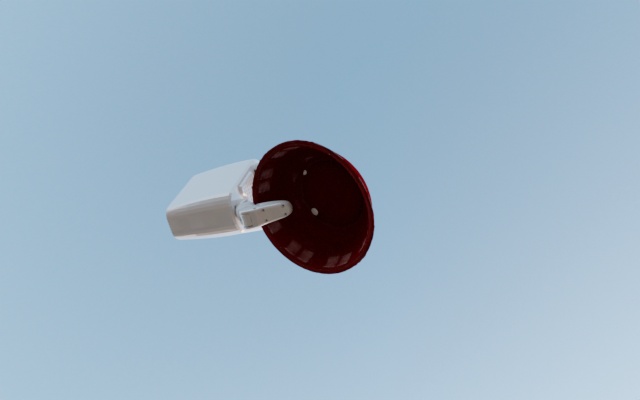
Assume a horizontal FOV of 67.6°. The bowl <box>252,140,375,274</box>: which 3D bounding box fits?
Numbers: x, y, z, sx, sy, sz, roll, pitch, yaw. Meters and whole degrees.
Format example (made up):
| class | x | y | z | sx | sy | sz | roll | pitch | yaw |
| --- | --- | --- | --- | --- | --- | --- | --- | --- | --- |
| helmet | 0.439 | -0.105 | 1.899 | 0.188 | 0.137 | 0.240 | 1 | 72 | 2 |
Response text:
| class | x | y | z | sx | sy | sz | roll | pitch | yaw |
| --- | --- | --- | --- | --- | --- | --- | --- | --- | --- |
| bowl | 0.001 | 0.002 | 0.554 | 0.162 | 0.162 | 0.055 | 0 | 21 | 34 |
